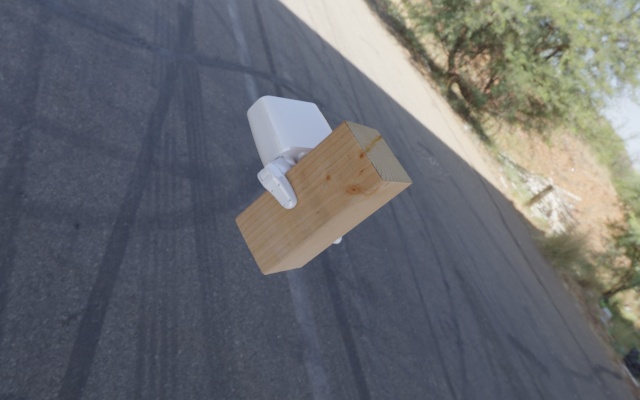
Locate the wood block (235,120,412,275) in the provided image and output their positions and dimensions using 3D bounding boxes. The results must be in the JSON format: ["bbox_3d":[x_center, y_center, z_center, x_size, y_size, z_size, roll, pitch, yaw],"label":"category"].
[{"bbox_3d":[0.000,0.002,0.618,0.206,0.090,0.091,-40,-21,26],"label":"wood block"}]
